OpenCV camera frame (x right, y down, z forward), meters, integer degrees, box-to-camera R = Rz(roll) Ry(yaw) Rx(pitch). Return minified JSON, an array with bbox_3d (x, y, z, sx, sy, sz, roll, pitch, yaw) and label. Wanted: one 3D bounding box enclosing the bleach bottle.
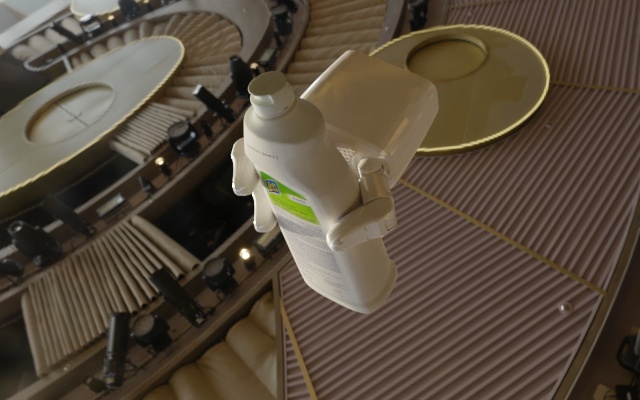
[{"bbox_3d":[0.000,0.001,0.420,0.102,0.068,0.251,19,-32,31],"label":"bleach bottle"}]
